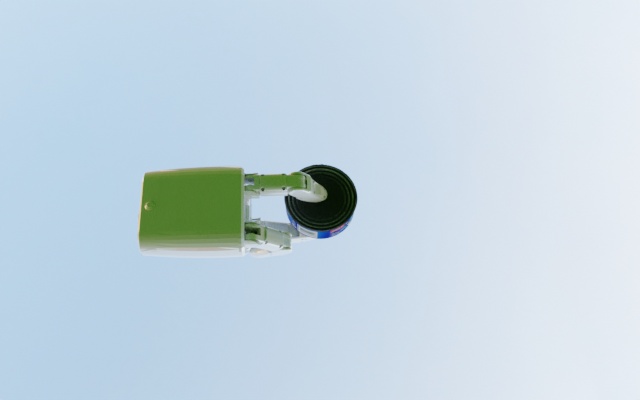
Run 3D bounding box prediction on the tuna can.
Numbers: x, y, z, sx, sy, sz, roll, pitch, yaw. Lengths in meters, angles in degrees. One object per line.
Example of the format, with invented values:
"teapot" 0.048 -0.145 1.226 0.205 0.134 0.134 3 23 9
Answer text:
"tuna can" 0.000 0.002 0.571 0.086 0.086 0.034 0 -23 -2
